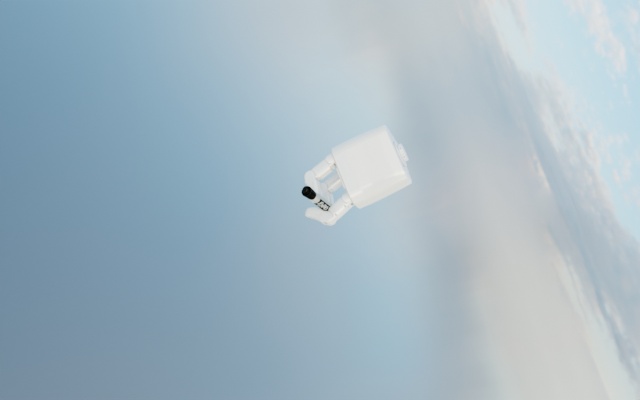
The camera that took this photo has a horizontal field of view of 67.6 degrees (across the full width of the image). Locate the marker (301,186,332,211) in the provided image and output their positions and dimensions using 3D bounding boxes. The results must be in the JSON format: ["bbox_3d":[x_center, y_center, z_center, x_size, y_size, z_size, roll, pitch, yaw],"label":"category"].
[{"bbox_3d":[0.000,0.003,0.829,0.020,0.020,0.121,0,-20,27],"label":"marker"}]
